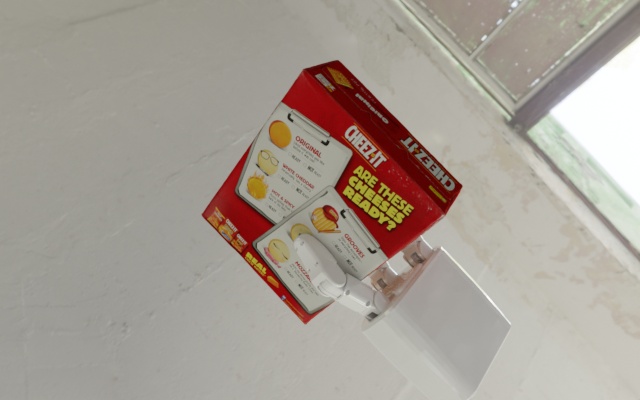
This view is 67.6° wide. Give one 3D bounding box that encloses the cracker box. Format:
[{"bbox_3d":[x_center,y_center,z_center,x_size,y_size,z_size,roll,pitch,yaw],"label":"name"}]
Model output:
[{"bbox_3d":[0.000,0.002,0.463,0.214,0.164,0.072,-47,-4,38],"label":"cracker box"}]
